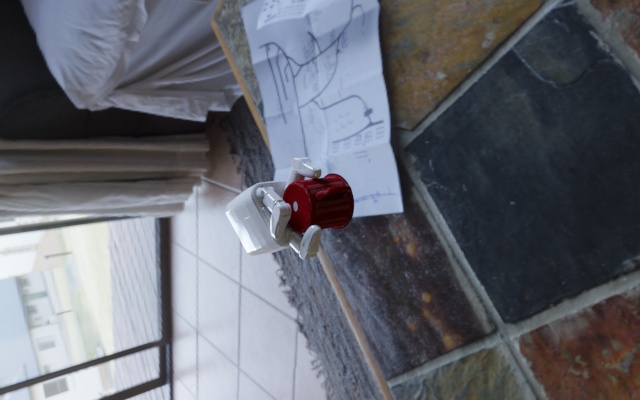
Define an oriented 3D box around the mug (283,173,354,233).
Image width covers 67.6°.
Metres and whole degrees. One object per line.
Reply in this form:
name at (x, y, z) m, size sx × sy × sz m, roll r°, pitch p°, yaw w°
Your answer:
mug at (0.001, 0.002, 0.749) m, size 0.081 × 0.093 × 0.117 m, roll -9°, pitch -12°, yaw -39°
